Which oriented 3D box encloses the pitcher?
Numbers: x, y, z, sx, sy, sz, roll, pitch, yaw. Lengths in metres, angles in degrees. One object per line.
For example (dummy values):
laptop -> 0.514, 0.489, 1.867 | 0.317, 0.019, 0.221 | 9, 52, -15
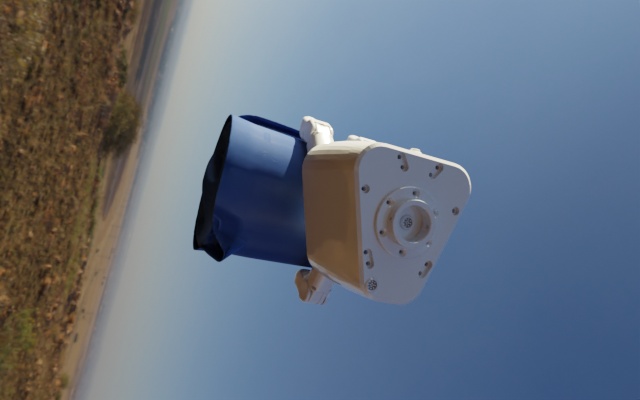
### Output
pitcher -> 0.000, 0.002, 0.498 | 0.243, 0.149, 0.145 | 15, -1, -19
